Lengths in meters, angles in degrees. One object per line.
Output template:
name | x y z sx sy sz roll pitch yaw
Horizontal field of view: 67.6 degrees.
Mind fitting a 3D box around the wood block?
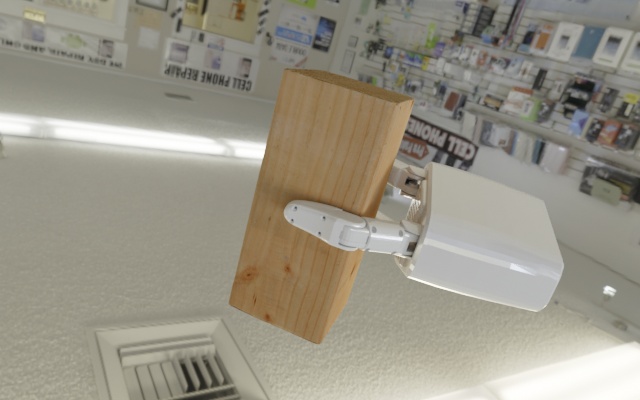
wood block | 0.000 0.002 0.410 0.090 0.206 0.091 21 19 14
